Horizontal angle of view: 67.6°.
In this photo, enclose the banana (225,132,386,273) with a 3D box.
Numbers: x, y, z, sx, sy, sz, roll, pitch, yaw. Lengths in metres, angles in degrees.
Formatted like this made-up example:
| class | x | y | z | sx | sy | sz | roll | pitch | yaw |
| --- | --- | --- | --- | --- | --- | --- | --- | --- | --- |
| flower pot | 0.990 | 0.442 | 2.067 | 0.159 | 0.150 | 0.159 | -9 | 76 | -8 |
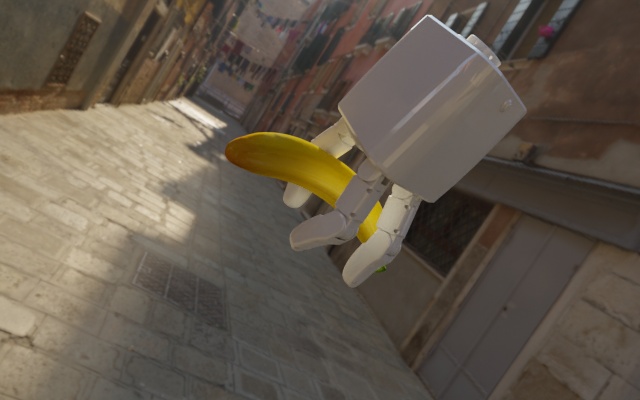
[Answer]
| class | x | y | z | sx | sy | sz | roll | pitch | yaw |
| --- | --- | --- | --- | --- | --- | --- | --- | --- | --- |
| banana | 0.003 | -0.011 | 0.415 | 0.037 | 0.069 | 0.198 | -30 | -51 | 31 |
